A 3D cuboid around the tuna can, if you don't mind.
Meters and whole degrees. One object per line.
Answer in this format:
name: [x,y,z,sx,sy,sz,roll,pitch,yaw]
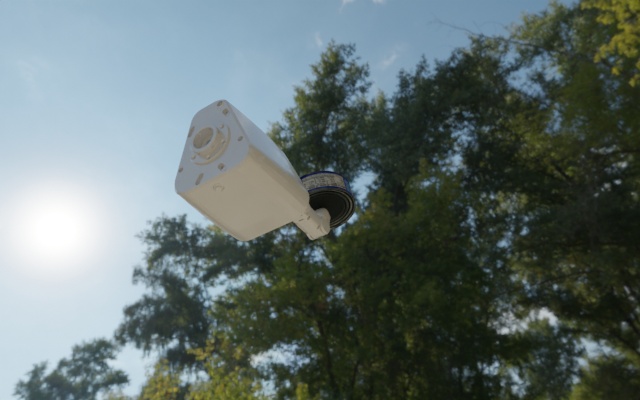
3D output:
tuna can: [0.000,0.002,0.610,0.086,0.033,0.086,-8,-39,-7]
